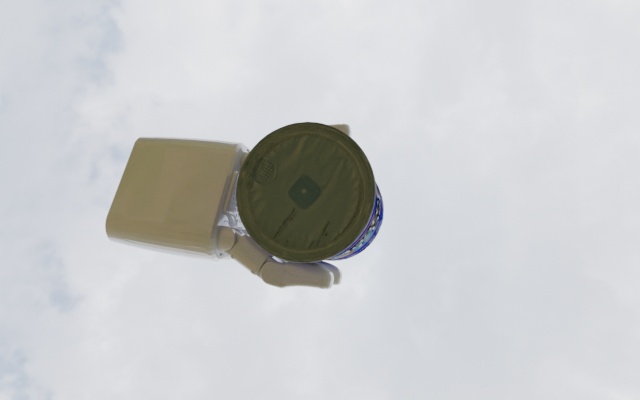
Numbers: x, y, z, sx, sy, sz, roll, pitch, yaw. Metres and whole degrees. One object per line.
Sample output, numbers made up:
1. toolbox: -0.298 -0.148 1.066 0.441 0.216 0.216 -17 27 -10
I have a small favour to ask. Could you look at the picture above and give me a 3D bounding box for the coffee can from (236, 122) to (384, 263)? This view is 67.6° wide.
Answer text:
1. coffee can: 0.000 0.001 0.409 0.103 0.103 0.140 0 -7 10
